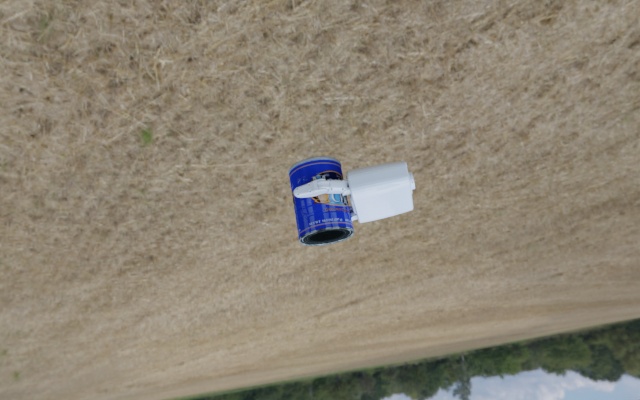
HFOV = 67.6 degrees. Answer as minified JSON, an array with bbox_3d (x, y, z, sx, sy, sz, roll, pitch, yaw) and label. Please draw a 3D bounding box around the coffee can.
[{"bbox_3d":[0.000,0.003,0.889,0.103,0.140,0.103,-9,-20,-3],"label":"coffee can"}]
